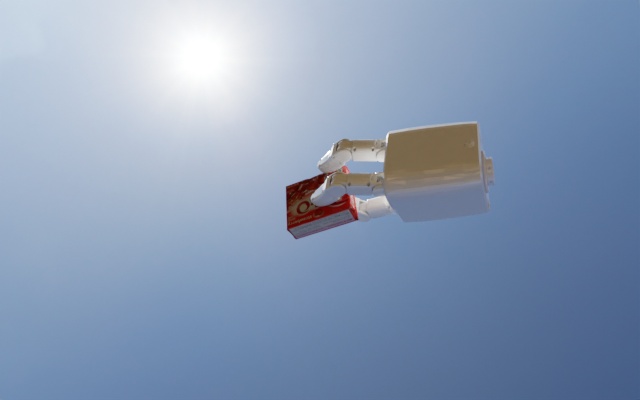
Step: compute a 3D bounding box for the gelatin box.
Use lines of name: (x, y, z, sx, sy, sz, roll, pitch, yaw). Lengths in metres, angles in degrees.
gelatin box: (0.000, 0.002, 0.611, 0.089, 0.073, 0.030, -19, -42, 16)
